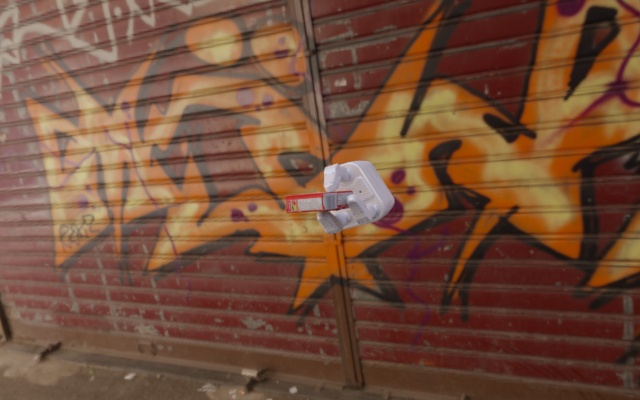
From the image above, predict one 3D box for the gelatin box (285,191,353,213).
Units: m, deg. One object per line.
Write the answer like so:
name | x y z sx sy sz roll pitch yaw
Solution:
gelatin box | 0.000 0.002 0.752 0.073 0.030 0.089 -4 1 35
